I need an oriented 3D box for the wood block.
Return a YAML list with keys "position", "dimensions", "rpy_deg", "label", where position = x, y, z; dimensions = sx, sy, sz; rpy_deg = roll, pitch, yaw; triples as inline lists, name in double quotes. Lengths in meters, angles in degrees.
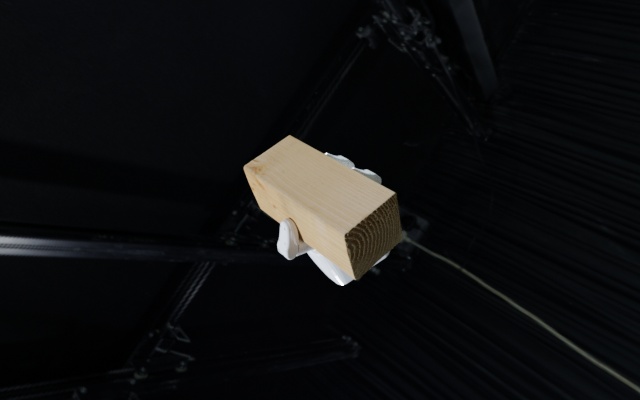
- position: [0.000, 0.003, 0.645]
  dimensions: [0.091, 0.090, 0.206]
  rpy_deg: [-39, 47, -22]
  label: "wood block"
